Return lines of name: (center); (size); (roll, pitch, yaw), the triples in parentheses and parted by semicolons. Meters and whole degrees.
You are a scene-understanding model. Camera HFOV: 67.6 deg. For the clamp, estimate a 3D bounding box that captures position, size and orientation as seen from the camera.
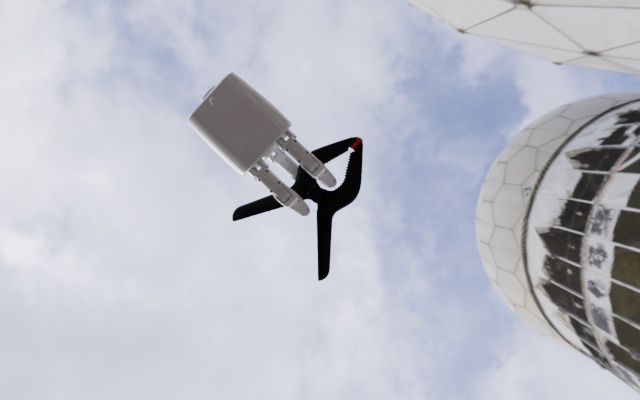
clamp: (0.000, 0.002, 0.688); (0.164, 0.210, 0.036); (43, 4, -8)
